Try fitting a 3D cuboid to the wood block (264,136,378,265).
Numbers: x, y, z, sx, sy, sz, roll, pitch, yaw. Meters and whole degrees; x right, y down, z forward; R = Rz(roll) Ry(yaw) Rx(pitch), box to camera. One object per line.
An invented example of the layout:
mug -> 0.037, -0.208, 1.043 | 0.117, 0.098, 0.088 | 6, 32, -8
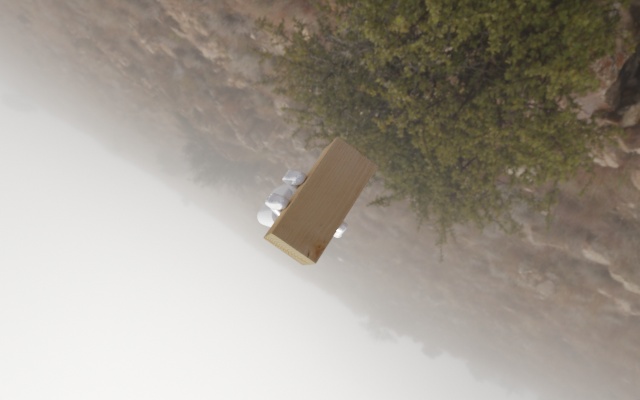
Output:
wood block -> 0.000, 0.003, 0.839 | 0.091, 0.206, 0.090 | 36, -17, -8
